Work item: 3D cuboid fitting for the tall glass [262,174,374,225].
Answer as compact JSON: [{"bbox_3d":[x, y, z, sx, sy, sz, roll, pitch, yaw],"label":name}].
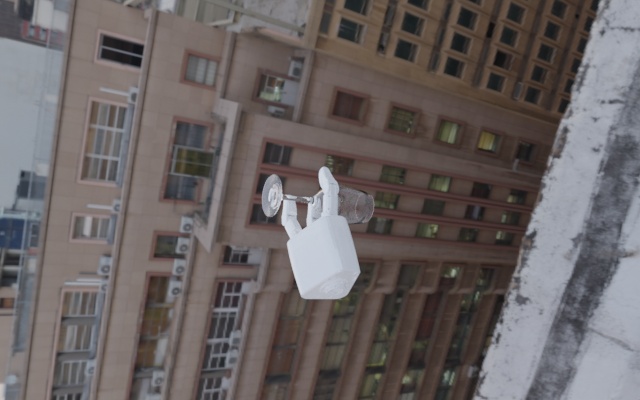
[{"bbox_3d":[0.000,0.003,0.870,0.201,0.079,0.079,7,-4,-31],"label":"tall glass"}]
